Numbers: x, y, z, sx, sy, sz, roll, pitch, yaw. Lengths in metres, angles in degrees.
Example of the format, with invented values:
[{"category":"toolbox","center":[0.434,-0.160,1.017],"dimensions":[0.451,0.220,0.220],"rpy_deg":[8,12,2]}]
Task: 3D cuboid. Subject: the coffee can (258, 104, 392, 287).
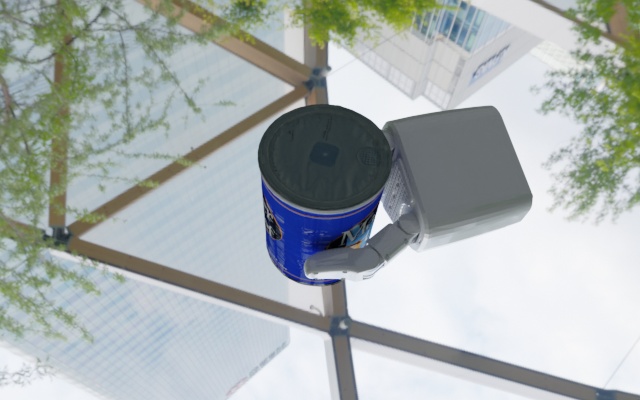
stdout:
[{"category":"coffee can","center":[0.000,0.001,0.420],"dimensions":[0.103,0.102,0.140],"rpy_deg":[0,-33,-4]}]
